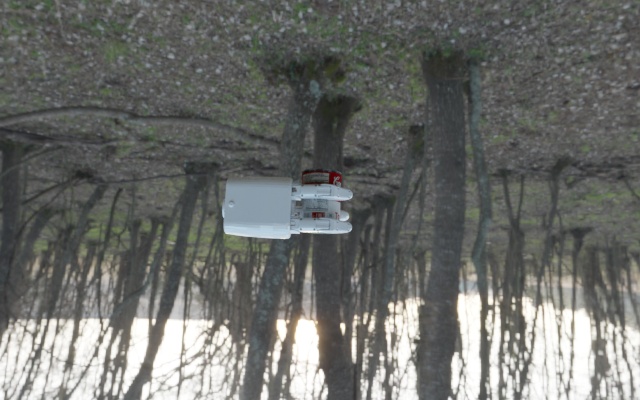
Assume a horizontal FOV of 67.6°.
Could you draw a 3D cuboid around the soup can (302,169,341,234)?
[{"bbox_3d":[0.001,0.003,0.811,0.068,0.102,0.068,2,-9,0],"label":"soup can"}]
